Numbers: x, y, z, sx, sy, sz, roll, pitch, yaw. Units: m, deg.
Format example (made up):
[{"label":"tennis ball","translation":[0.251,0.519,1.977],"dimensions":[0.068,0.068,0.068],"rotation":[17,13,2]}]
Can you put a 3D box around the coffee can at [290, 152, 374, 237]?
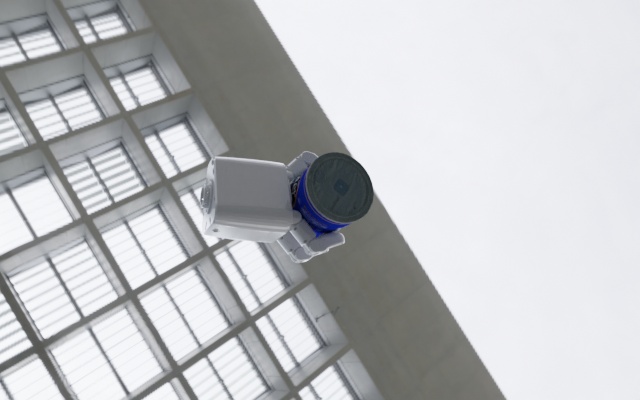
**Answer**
[{"label":"coffee can","translation":[0.000,0.002,0.710],"dimensions":[0.103,0.102,0.140],"rotation":[0,-18,-26]}]
